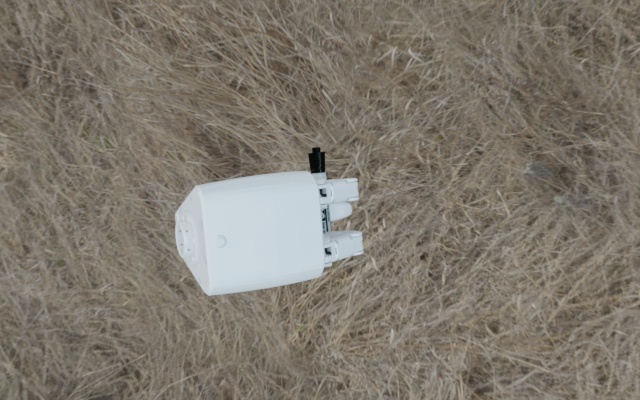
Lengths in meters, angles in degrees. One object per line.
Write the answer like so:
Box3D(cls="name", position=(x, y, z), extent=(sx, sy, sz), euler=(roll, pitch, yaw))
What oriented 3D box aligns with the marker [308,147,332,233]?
Box3D(cls="marker", position=(0.000, 0.002, 0.528), extent=(0.020, 0.121, 0.020), euler=(-5, 4, 0))
